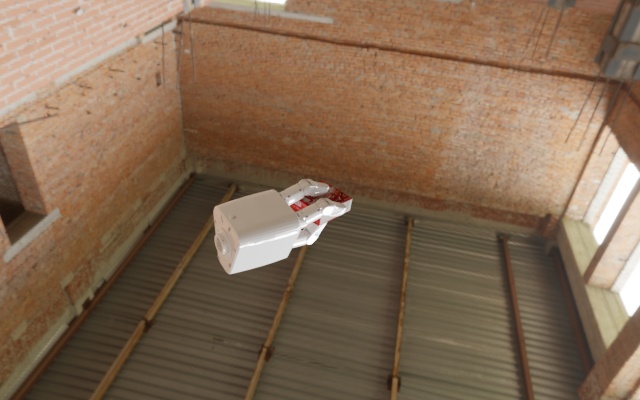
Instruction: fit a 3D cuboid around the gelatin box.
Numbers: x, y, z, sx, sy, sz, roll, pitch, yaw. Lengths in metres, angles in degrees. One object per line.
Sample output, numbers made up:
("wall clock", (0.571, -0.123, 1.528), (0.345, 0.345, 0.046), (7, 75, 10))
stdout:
("gelatin box", (0.000, 0.003, 0.837), (0.073, 0.030, 0.089), (33, 38, 31))
